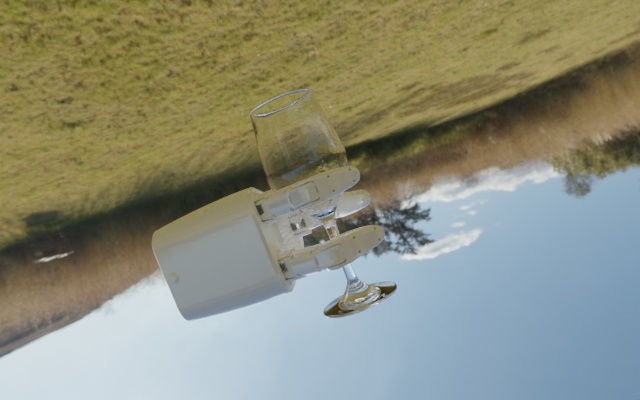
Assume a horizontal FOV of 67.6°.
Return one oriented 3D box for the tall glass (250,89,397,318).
[{"bbox_3d":[0.000,0.002,0.445,0.079,0.201,0.079,-22,3,1],"label":"tall glass"}]
